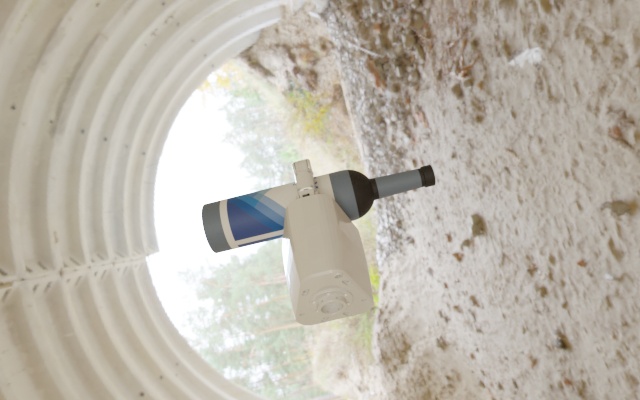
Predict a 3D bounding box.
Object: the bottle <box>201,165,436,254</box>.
[{"bbox_3d":[0.000,0.002,0.614,0.296,0.069,0.069,-14,-1,2],"label":"bottle"}]
